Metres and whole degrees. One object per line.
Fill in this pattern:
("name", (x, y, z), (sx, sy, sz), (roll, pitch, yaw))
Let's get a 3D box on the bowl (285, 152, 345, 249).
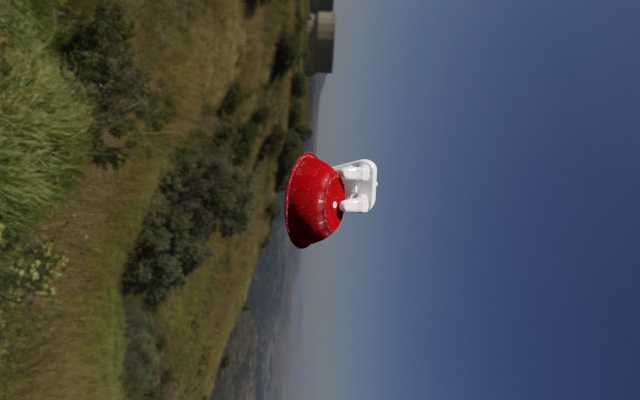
("bowl", (0.000, 0.003, 0.789), (0.055, 0.162, 0.162), (5, 2, 23))
